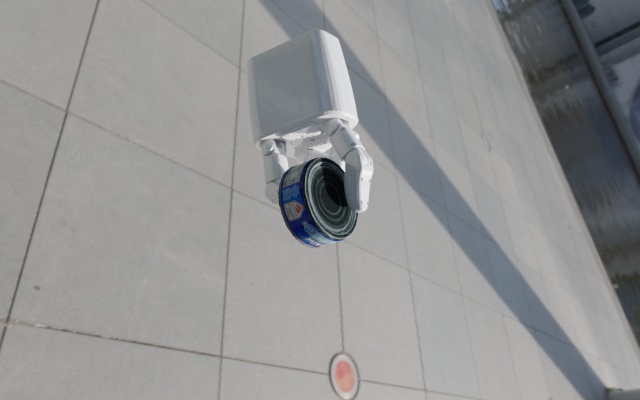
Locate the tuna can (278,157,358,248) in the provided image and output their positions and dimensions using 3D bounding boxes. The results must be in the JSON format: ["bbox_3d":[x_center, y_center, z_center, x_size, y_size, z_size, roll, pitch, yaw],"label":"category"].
[{"bbox_3d":[0.001,0.001,0.470,0.034,0.086,0.086,-19,-11,36],"label":"tuna can"}]
